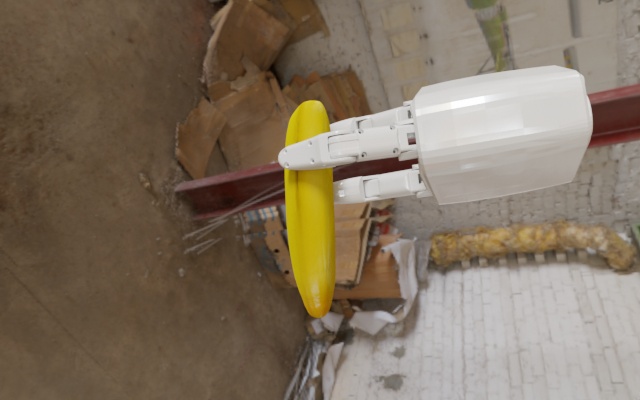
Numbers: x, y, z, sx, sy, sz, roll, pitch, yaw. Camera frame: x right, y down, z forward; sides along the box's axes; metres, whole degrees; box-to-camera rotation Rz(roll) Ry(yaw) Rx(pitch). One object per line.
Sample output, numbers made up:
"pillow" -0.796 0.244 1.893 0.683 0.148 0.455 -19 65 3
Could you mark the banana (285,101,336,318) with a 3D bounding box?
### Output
"banana" -0.005 -0.010 0.387 0.037 0.197 0.070 -8 -27 14
